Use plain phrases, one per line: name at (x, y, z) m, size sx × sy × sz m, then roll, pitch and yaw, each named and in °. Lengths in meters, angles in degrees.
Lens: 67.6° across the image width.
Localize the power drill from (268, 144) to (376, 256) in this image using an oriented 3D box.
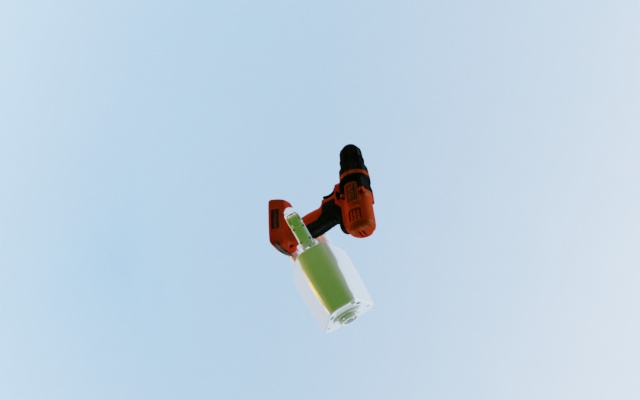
power drill at (0.000, 0.003, 0.811) m, size 0.188 × 0.184 × 0.057 m, roll -24°, pitch -43°, yaw 22°
